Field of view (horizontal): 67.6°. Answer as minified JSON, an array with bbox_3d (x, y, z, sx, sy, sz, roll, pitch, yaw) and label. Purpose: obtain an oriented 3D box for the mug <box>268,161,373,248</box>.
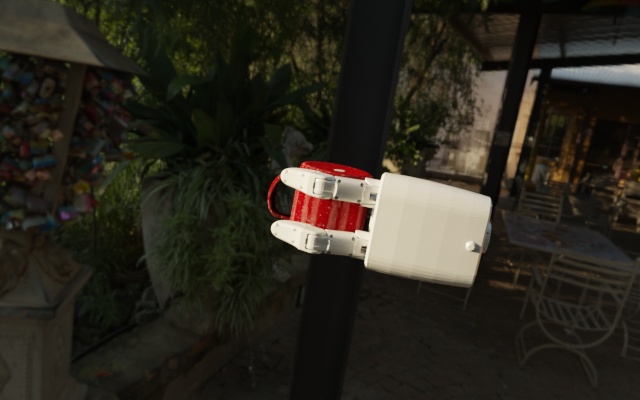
[{"bbox_3d":[-0.001,0.001,0.526,0.117,0.081,0.093,12,11,8],"label":"mug"}]
